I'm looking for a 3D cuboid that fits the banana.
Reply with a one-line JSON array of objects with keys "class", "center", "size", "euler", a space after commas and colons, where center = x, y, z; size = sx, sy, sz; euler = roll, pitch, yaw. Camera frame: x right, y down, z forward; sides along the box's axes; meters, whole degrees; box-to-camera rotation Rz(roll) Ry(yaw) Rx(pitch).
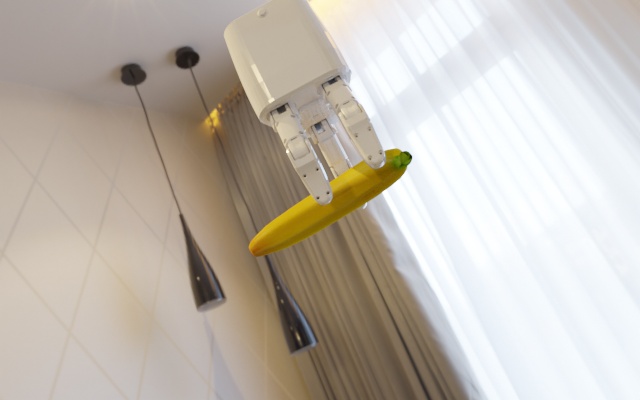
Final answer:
[{"class": "banana", "center": [0.012, -0.001, 0.471], "size": [0.198, 0.037, 0.069], "euler": [-34, -14, 28]}]
